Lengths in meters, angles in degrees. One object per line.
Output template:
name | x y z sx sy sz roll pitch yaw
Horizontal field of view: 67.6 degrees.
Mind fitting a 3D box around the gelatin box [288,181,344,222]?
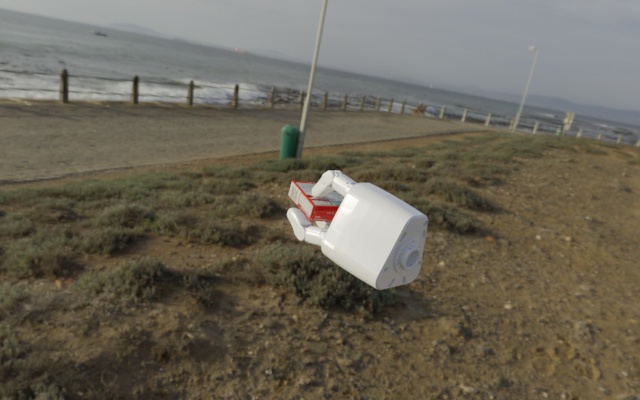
gelatin box | 0.000 0.002 0.752 0.073 0.030 0.089 4 26 -31
